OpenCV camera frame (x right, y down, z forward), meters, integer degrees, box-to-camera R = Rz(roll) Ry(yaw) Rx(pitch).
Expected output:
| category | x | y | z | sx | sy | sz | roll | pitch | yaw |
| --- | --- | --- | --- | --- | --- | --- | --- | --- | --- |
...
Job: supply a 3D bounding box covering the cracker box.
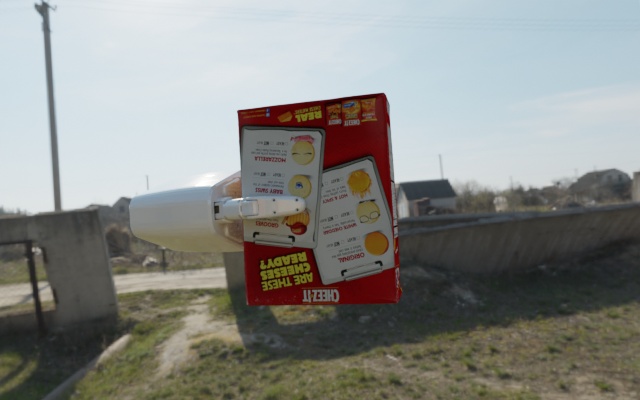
| category | x | y | z | sx | sy | sz | roll | pitch | yaw |
| --- | --- | --- | --- | --- | --- | --- | --- | --- | --- |
| cracker box | 0.000 | 0.002 | 0.524 | 0.164 | 0.213 | 0.072 | -4 | -2 | 15 |
